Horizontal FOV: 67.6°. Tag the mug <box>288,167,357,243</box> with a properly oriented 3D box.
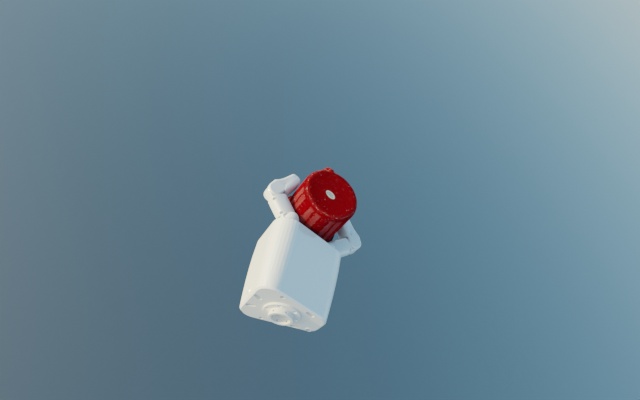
[{"bbox_3d":[0.001,0.001,0.678,0.093,0.117,0.081,26,-41,-15],"label":"mug"}]
